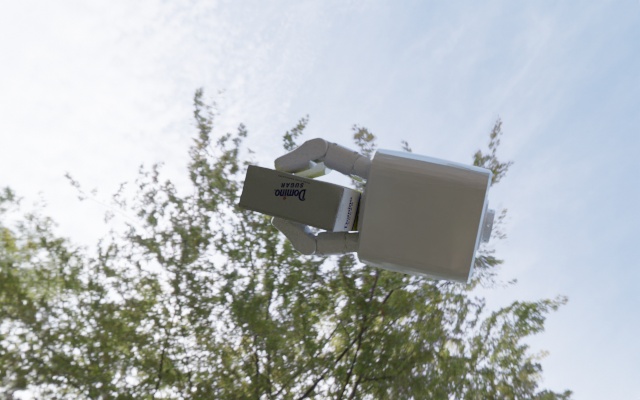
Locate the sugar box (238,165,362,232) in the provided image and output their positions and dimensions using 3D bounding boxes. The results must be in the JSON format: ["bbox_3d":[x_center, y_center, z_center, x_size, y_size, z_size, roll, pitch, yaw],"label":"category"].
[{"bbox_3d":[0.000,0.001,0.485,0.093,0.048,0.176,14,-1,18],"label":"sugar box"}]
